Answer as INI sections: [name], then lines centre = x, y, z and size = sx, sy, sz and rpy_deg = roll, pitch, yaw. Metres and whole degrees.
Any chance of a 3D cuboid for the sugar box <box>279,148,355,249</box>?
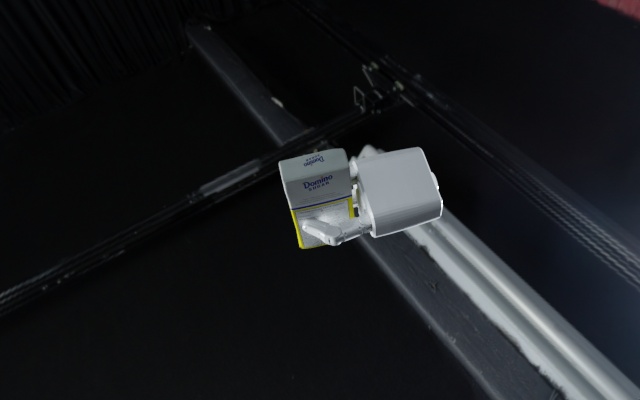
[sugar box]
centre = 0.000, 0.002, 0.704
size = 0.093, 0.048, 0.176
rpy_deg = -13, -39, -3
